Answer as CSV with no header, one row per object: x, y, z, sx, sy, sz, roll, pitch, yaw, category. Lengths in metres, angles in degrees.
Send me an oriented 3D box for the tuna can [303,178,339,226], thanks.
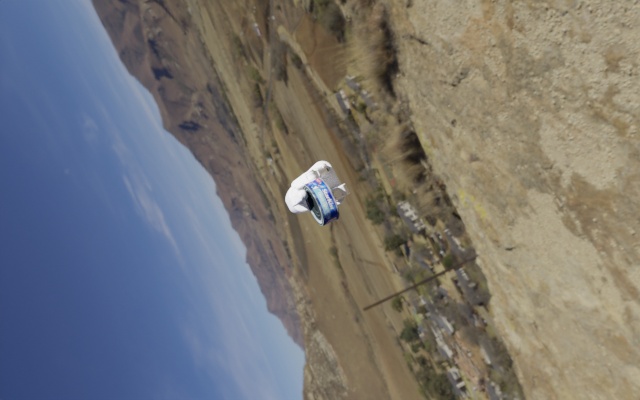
0.000,0.003,0.888,0.034,0.086,0.086,-24,6,-14,tuna can
